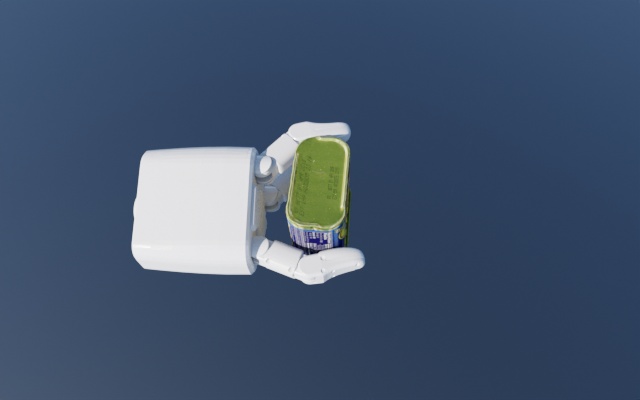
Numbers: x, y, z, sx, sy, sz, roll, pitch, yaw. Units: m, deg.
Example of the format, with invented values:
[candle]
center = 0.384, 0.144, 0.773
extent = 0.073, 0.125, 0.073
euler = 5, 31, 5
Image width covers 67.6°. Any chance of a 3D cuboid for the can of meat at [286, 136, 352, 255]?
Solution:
[can of meat]
center = 0.000, 0.001, 0.456
extent = 0.057, 0.102, 0.084
euler = 3, -29, 5
